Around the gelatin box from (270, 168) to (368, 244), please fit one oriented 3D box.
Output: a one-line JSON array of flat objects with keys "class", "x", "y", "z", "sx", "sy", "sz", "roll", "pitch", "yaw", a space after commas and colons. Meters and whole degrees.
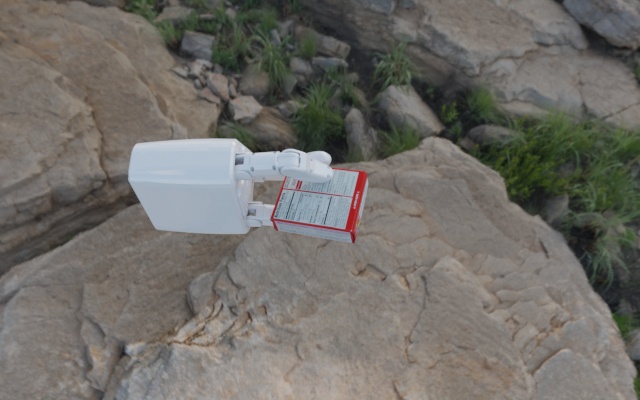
[{"class": "gelatin box", "x": 0.000, "y": 0.001, "z": 0.502, "sx": 0.089, "sy": 0.073, "sz": 0.030, "roll": 7, "pitch": -30, "yaw": 15}]
